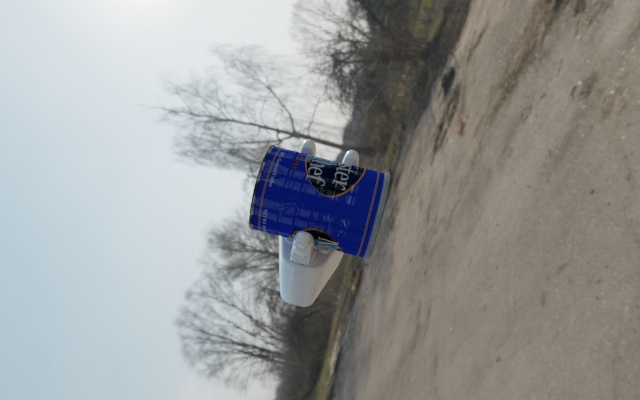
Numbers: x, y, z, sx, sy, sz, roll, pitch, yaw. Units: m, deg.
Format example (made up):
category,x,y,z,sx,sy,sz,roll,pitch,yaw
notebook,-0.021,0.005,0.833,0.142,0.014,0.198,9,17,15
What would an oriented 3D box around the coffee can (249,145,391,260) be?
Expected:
category,x,y,z,sx,sy,sz,roll,pitch,yaw
coffee can,0.000,0.002,0.554,0.140,0.103,0.103,14,1,3
